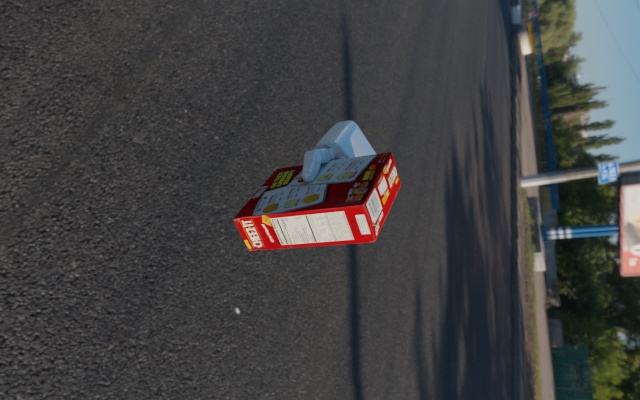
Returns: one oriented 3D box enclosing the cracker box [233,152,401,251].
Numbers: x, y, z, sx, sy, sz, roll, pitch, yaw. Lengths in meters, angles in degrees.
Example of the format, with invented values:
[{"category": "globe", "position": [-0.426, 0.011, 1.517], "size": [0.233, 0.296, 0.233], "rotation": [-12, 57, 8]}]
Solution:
[{"category": "cracker box", "position": [0.000, 0.002, 0.739], "size": [0.214, 0.072, 0.164], "rotation": [-7, 28, 27]}]
